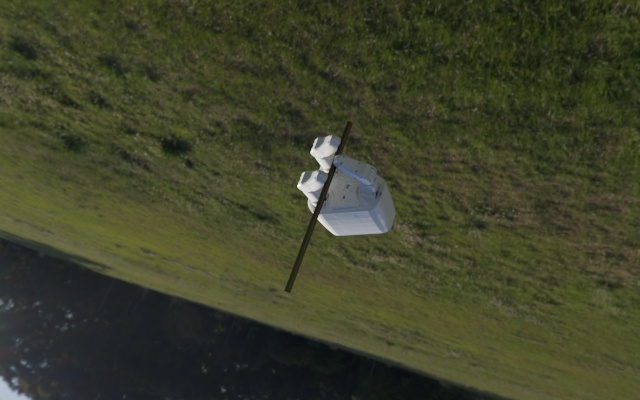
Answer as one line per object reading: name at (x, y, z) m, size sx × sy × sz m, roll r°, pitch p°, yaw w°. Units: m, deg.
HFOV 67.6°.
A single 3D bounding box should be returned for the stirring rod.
stirring rod at (0.000, 0.002, 0.609) m, size 0.011 × 0.239 × 0.011 m, roll 18°, pitch -18°, yaw 6°
